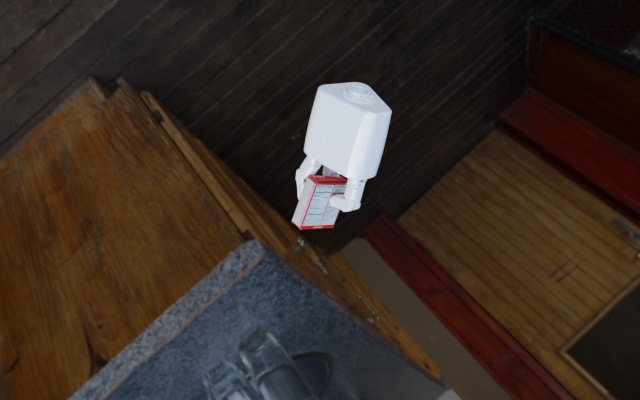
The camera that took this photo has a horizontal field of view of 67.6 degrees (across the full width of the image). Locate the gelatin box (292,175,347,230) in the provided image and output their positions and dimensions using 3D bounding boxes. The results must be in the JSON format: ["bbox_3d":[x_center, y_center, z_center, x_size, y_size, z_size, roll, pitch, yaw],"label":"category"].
[{"bbox_3d":[0.000,0.003,0.784,0.073,0.089,0.030,-1,30,-41],"label":"gelatin box"}]
